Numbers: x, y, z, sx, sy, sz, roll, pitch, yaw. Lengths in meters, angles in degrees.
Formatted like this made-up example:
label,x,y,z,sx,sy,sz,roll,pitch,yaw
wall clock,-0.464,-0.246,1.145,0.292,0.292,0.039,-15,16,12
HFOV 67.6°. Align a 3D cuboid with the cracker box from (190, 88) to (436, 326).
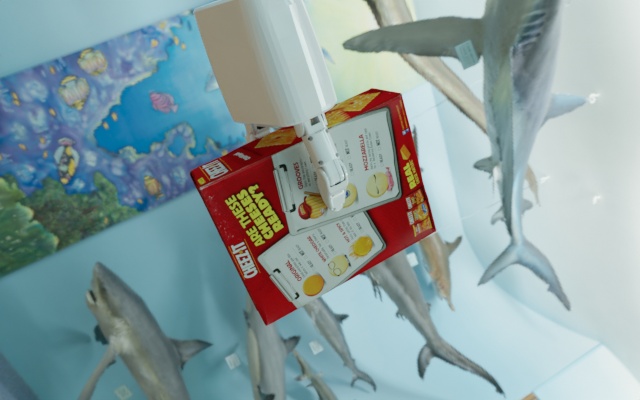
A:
label,x,y,z,sx,sy,sz,roll,pitch,yaw
cracker box,0.000,0.002,0.494,0.213,0.164,0.072,-27,26,-14
